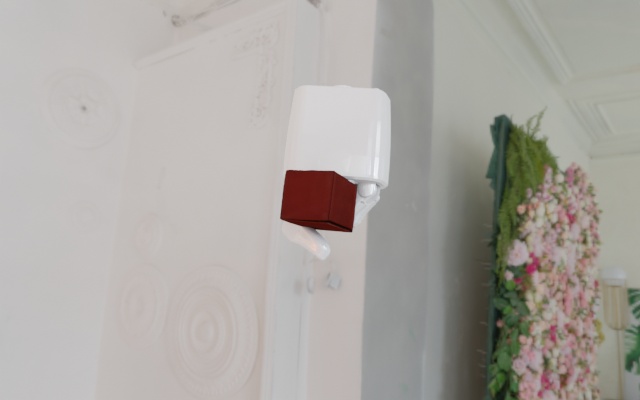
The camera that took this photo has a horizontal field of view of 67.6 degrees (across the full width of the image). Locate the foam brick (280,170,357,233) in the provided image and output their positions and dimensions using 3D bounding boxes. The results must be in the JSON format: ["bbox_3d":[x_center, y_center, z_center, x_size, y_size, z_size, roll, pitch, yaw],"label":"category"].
[{"bbox_3d":[0.000,0.002,0.489,0.053,0.051,0.078,4,-9,22],"label":"foam brick"}]
